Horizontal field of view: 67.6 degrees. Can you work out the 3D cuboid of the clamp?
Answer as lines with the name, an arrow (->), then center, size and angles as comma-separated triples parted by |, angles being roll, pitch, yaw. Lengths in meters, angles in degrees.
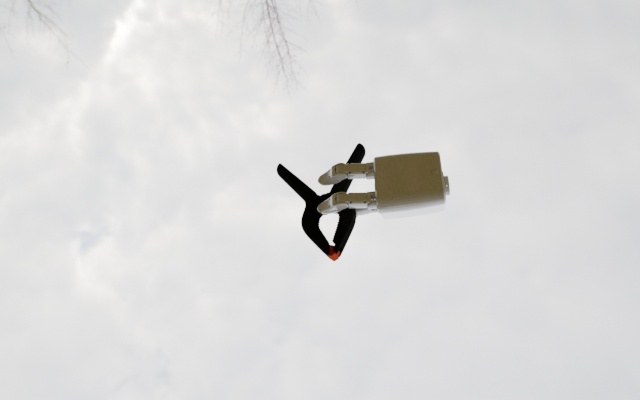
clamp -> 0.001, 0.003, 0.821 | 0.164, 0.210, 0.036 | -8, -28, 15
